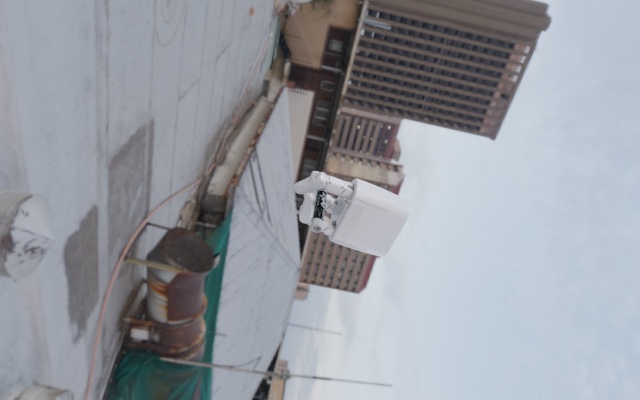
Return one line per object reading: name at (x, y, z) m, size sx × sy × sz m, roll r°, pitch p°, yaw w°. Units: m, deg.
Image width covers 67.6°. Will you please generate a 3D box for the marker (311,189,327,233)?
marker at (0.000, 0.003, 0.786) m, size 0.020 × 0.020 × 0.121 m, roll 0°, pitch 44°, yaw 8°
